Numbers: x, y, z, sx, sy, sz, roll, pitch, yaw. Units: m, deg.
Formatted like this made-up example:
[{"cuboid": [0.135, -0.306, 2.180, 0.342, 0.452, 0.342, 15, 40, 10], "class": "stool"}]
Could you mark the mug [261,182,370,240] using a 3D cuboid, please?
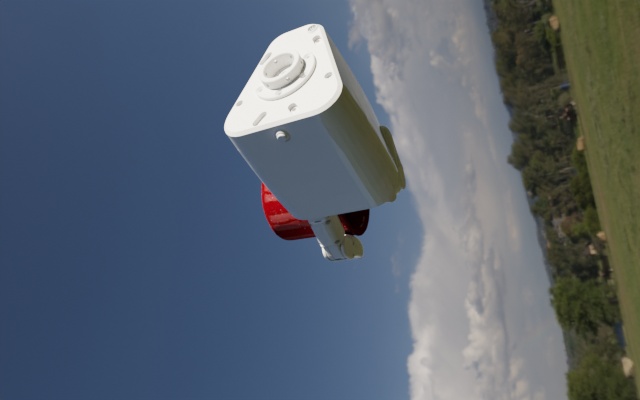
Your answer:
[{"cuboid": [0.001, 0.002, 0.484, 0.081, 0.093, 0.117, -11, -39, 24], "class": "mug"}]
